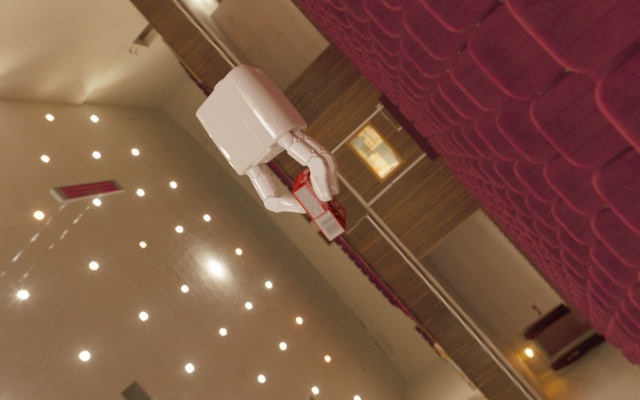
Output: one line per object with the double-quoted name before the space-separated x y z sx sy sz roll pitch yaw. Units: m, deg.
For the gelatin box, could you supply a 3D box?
"gelatin box" 0.000 0.003 0.662 0.030 0.089 0.073 -34 14 14
